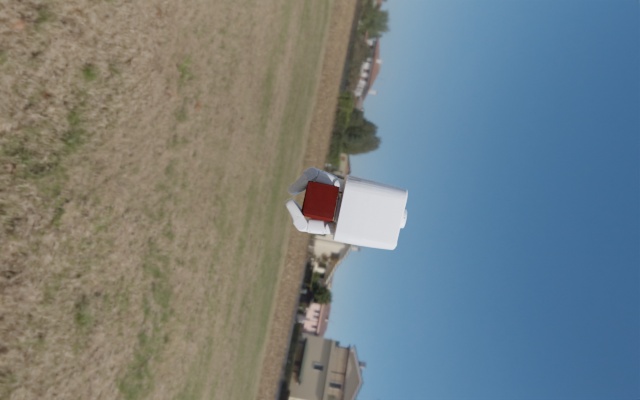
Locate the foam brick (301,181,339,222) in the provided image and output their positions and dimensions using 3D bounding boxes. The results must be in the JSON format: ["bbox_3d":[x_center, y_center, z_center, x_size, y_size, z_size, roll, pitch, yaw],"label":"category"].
[{"bbox_3d":[0.000,0.003,0.771,0.051,0.053,0.078,12,-6,1],"label":"foam brick"}]
